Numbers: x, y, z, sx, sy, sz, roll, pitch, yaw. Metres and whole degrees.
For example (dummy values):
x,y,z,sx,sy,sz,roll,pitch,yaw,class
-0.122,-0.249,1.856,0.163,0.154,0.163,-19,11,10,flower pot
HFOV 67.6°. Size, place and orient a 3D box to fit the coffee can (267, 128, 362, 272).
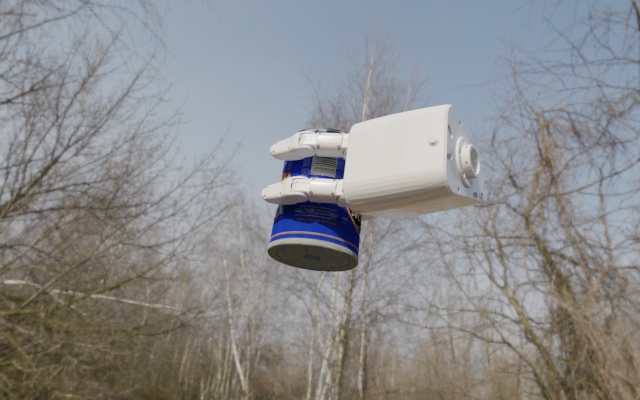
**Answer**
x,y,z,sx,sy,sz,roll,pitch,yaw,class
0.000,0.002,0.559,0.103,0.140,0.103,7,-23,3,coffee can
